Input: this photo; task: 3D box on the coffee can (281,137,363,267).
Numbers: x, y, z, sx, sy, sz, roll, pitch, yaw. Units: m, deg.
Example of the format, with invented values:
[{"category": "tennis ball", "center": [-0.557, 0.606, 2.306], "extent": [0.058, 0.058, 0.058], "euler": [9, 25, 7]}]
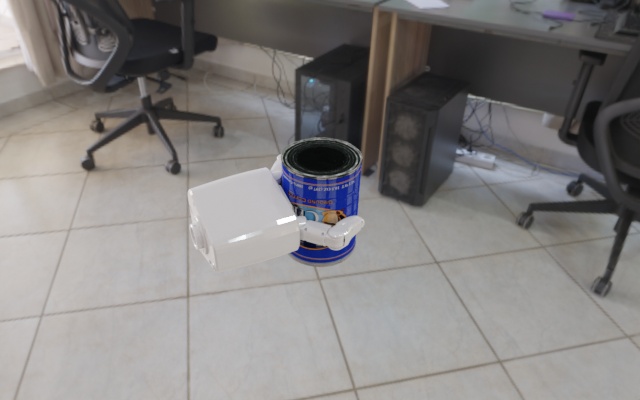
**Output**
[{"category": "coffee can", "center": [0.000, 0.002, 0.633], "extent": [0.103, 0.140, 0.102], "euler": [1, 35, -1]}]
